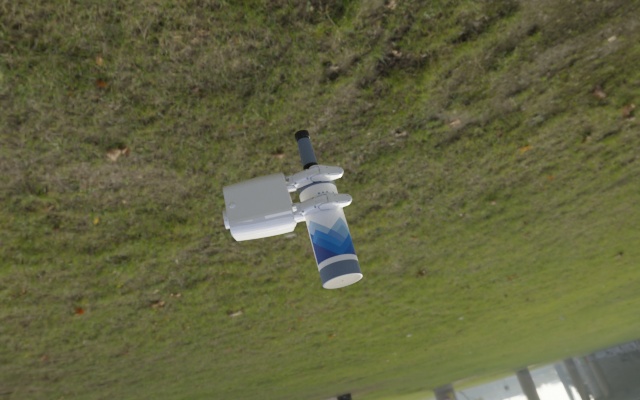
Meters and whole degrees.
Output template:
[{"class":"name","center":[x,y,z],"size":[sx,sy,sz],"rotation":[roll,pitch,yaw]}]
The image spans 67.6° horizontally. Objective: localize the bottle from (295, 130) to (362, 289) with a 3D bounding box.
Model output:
[{"class":"bottle","center":[0.000,0.003,0.835],"size":[0.069,0.295,0.069],"rotation":[-13,-25,-6]}]
